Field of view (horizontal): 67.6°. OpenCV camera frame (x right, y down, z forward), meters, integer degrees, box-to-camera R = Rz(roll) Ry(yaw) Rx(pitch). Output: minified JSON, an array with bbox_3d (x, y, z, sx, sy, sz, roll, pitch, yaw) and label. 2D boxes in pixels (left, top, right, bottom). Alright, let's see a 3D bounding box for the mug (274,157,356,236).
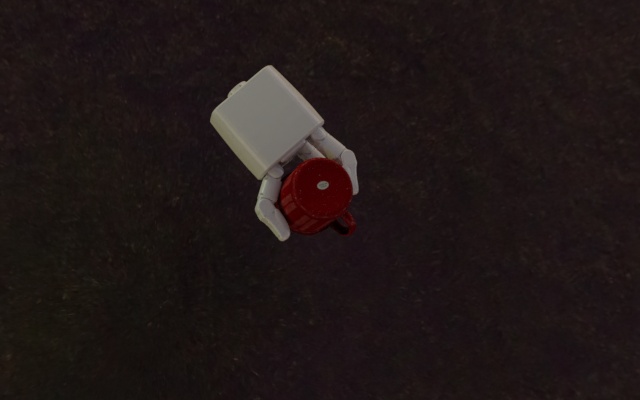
[{"bbox_3d":[0.001,0.003,0.620,0.093,0.117,0.081,-44,2,-22],"label":"mug"}]
